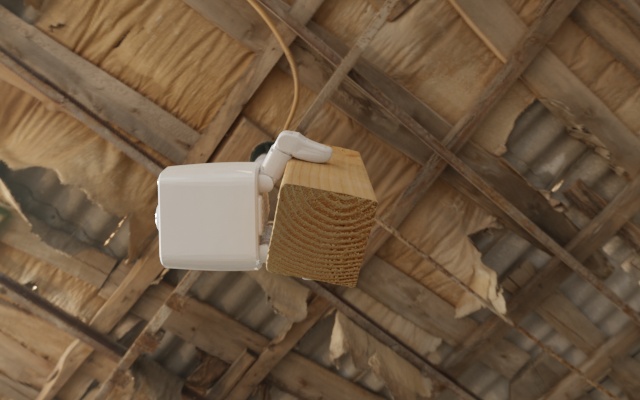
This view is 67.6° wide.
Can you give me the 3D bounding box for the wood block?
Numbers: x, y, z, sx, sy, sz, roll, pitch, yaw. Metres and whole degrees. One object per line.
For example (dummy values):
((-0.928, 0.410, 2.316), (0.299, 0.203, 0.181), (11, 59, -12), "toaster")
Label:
((0.000, 0.001, 0.532), (0.090, 0.091, 0.206), (11, 18, -4), "wood block")
